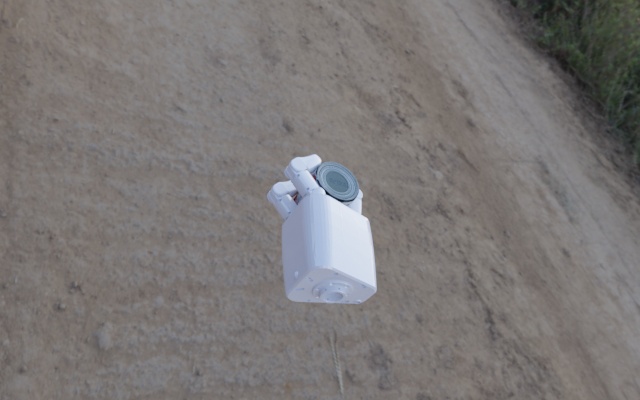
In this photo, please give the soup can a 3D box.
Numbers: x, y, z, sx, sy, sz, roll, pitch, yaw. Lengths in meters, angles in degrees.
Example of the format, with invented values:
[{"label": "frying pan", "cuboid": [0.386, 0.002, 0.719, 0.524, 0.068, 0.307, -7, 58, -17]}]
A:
[{"label": "soup can", "cuboid": [0.000, 0.002, 0.670, 0.068, 0.068, 0.102, 0, -35, -35]}]
